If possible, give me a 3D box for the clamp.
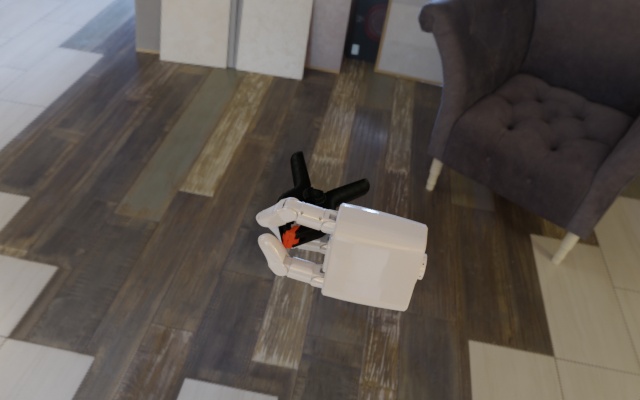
[{"bbox_3d":[0.000,0.002,0.636,0.120,0.039,0.171,13,44,4],"label":"clamp"}]
